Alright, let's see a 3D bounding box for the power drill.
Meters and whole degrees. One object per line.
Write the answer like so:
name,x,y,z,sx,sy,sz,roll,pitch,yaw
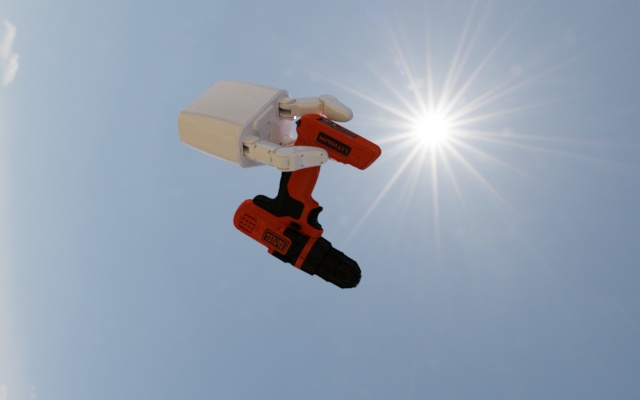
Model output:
power drill,0.000,0.001,0.596,0.184,0.188,0.057,29,18,4
